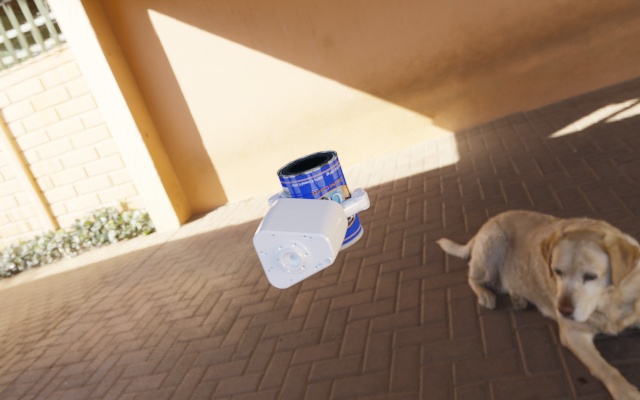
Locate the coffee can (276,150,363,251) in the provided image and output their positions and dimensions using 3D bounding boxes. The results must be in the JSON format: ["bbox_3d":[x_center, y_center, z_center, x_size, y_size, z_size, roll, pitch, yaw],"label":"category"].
[{"bbox_3d":[0.000,0.003,0.773,0.103,0.140,0.102,-17,19,6],"label":"coffee can"}]
